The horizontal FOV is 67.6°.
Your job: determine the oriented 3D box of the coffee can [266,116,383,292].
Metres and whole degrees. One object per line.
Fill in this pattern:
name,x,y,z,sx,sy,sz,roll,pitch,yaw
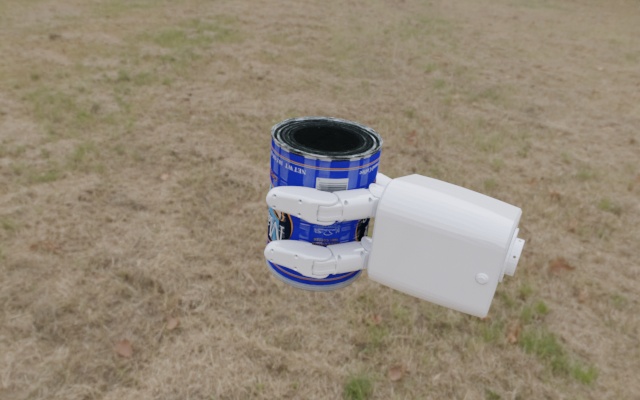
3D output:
coffee can,0.000,0.002,0.466,0.103,0.140,0.102,4,28,-2
